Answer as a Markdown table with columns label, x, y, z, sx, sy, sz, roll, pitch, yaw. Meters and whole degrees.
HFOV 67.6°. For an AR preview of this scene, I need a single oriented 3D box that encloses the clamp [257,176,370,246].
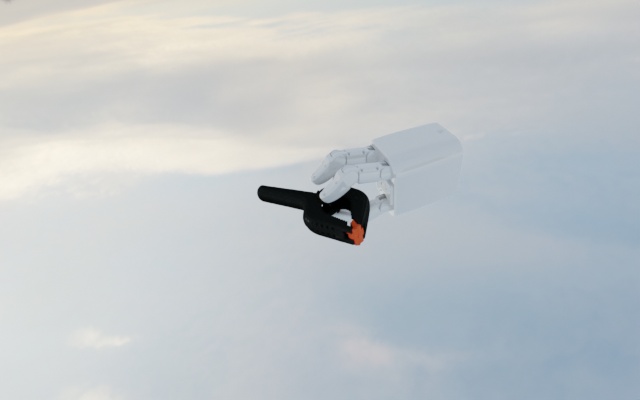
| label | x | y | z | sx | sy | sz | roll | pitch | yaw |
| --- | --- | --- | --- | --- | --- | --- | --- | --- | --- |
| clamp | 0.001 | 0.003 | 0.682 | 0.164 | 0.036 | 0.210 | -20 | 33 | -6 |
